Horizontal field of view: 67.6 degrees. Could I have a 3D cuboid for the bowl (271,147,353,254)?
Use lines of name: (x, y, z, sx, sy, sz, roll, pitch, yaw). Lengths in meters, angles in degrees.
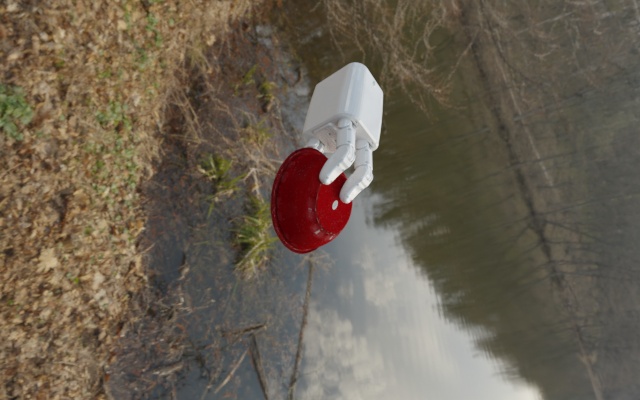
bowl: (0.000, 0.004, 0.707, 0.055, 0.162, 0.162, 6, 3, 37)
